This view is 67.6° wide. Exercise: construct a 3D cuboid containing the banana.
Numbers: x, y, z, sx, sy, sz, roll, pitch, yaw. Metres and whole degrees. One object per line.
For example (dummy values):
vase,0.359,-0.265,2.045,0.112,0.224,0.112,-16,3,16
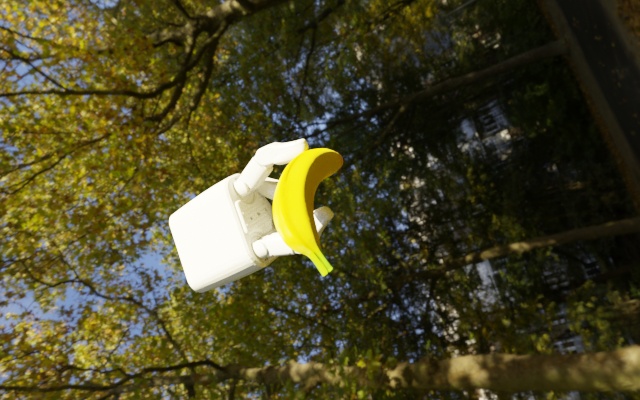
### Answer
banana,-0.012,-0.009,0.480,0.037,0.070,0.197,-30,27,26
